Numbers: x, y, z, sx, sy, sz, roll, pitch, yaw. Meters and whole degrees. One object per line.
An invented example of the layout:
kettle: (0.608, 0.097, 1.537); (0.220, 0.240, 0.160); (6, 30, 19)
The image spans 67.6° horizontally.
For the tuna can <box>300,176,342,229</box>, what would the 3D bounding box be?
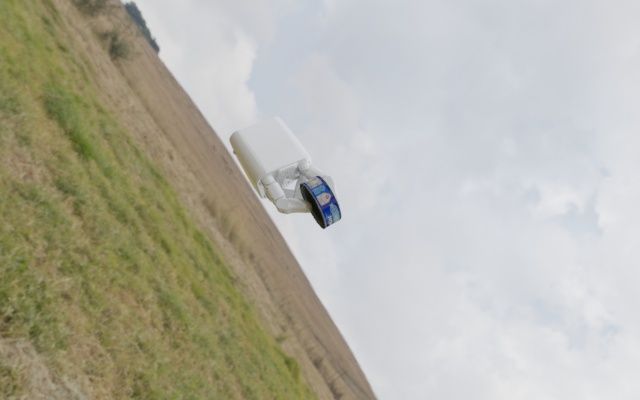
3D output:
tuna can: (0.001, 0.002, 0.794); (0.034, 0.086, 0.086); (-28, 6, -12)
